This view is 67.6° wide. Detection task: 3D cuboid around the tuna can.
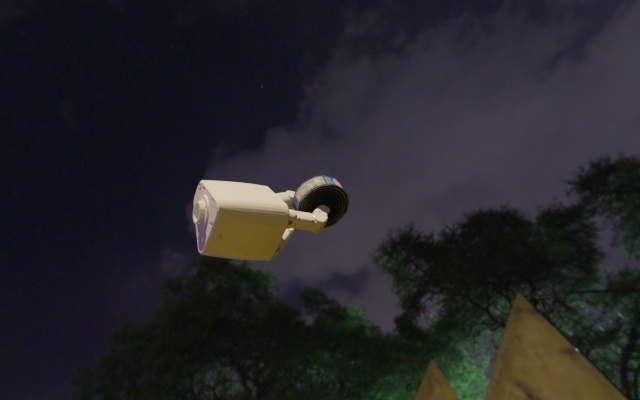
[{"bbox_3d":[0.000,0.002,0.764,0.086,0.086,0.033,0,35,-24],"label":"tuna can"}]
